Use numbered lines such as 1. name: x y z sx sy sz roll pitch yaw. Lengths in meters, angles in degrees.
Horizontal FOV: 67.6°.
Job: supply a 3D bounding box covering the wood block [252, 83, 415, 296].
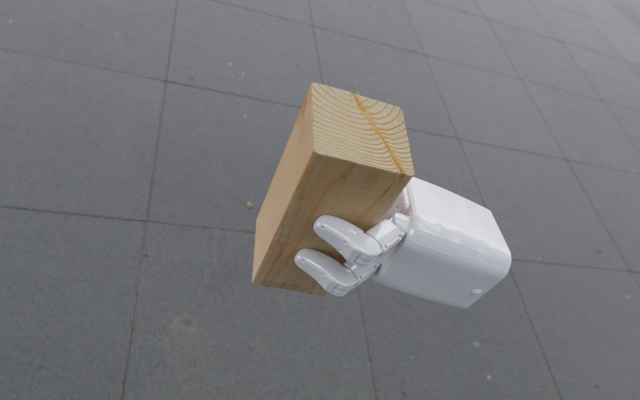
1. wood block: 0.000 0.001 0.473 0.090 0.090 0.206 12 -42 -15
